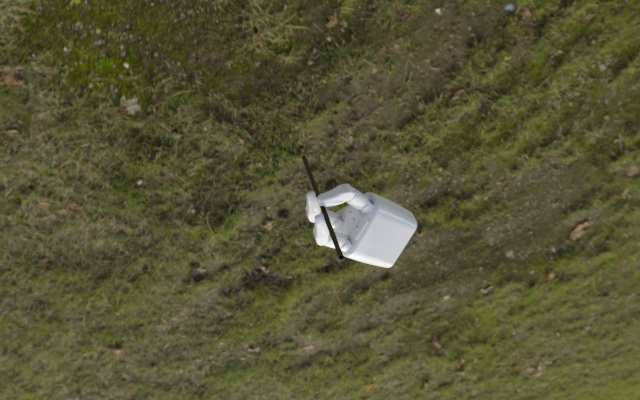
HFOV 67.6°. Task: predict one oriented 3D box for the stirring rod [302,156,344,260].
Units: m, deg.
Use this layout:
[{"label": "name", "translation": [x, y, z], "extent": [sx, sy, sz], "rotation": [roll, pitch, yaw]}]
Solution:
[{"label": "stirring rod", "translation": [0.000, 0.002, 0.776], "extent": [0.011, 0.011, 0.239], "rotation": [0, 42, -20]}]
